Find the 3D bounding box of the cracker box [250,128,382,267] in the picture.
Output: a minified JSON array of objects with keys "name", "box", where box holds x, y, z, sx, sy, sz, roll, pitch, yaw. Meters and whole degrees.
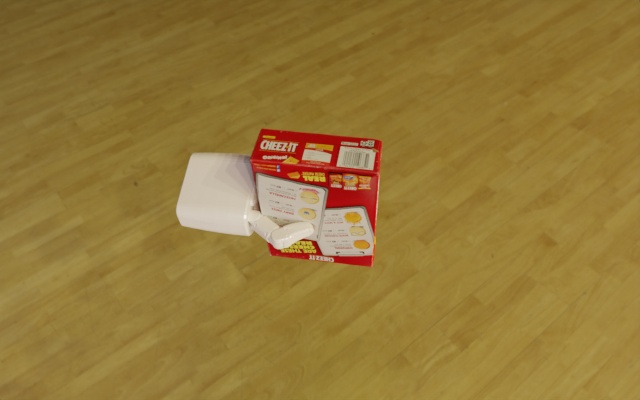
[{"name":"cracker box","box":[0.000,0.002,0.680,0.164,0.072,0.214,6,-39,8]}]
